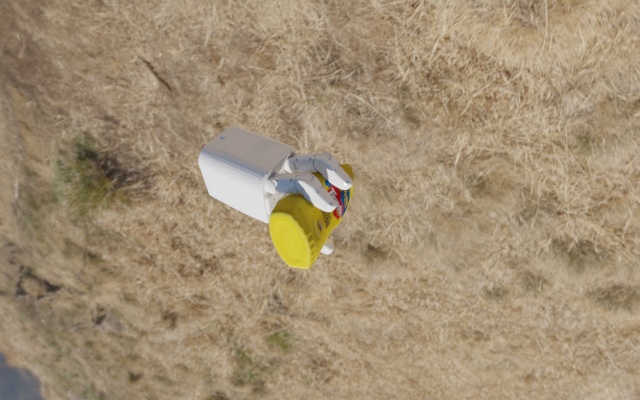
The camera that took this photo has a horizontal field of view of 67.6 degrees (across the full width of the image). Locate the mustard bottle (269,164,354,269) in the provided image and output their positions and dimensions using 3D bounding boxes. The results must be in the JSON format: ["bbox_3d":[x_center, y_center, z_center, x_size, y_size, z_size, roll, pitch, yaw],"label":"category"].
[{"bbox_3d":[0.000,0.002,0.682,0.058,0.096,0.191,2,35,30],"label":"mustard bottle"}]
